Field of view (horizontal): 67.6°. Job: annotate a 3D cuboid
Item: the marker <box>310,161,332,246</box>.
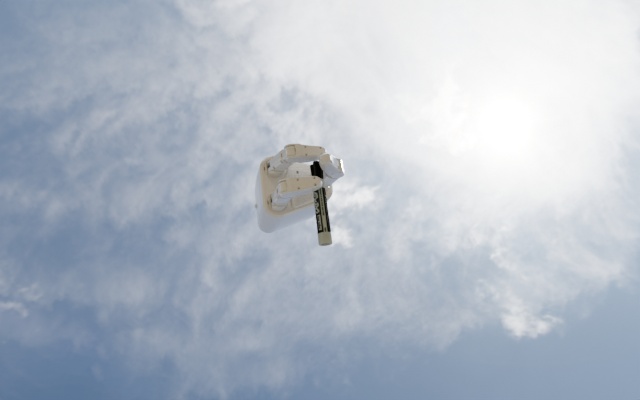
[{"bbox_3d":[0.000,0.002,0.658,0.020,0.121,0.020,-6,-18,-2],"label":"marker"}]
